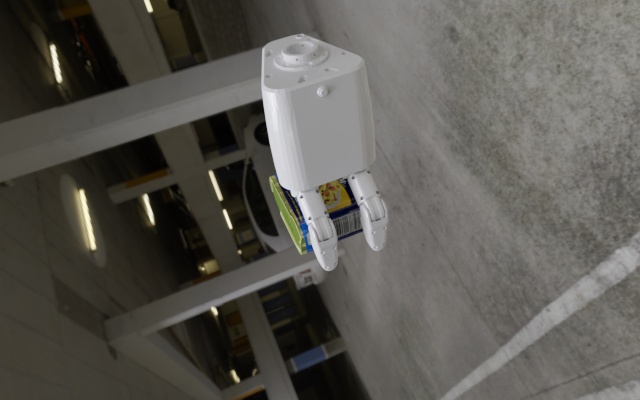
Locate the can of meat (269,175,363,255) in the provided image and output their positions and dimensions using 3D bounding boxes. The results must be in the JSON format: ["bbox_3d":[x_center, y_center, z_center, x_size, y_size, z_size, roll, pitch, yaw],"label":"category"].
[{"bbox_3d":[0.000,0.002,0.518,0.084,0.057,0.102,-20,46,-12],"label":"can of meat"}]
